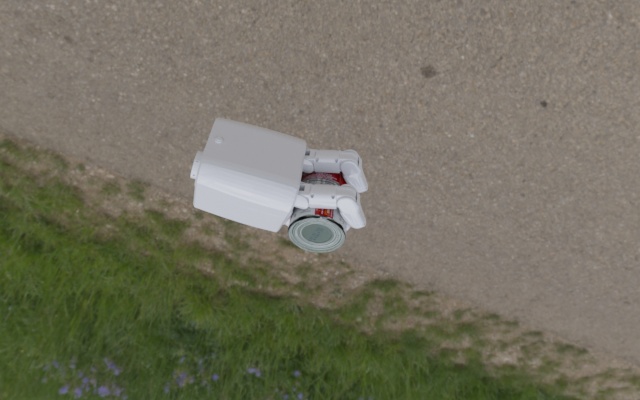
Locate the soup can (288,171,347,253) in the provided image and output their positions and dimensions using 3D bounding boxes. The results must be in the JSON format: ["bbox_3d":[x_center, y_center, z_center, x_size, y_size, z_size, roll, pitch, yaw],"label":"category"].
[{"bbox_3d":[0.000,0.002,0.569,0.068,0.102,0.069,4,-41,3],"label":"soup can"}]
